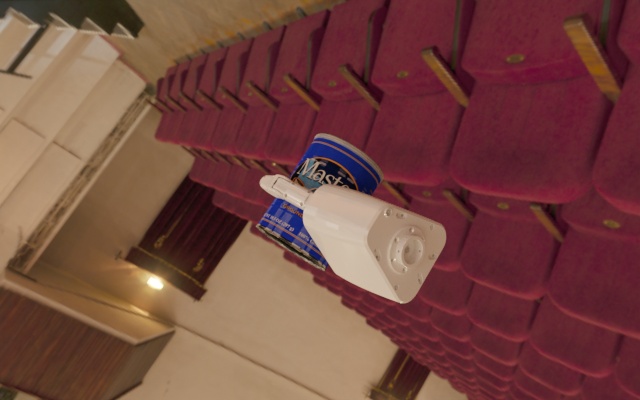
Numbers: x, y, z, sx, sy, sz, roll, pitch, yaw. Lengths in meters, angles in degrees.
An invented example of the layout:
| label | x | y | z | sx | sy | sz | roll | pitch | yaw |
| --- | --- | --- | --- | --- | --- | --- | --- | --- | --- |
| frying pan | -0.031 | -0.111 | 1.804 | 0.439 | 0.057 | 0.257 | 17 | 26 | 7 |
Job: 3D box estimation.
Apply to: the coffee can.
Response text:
| label | x | y | z | sx | sy | sz | roll | pitch | yaw |
| --- | --- | --- | --- | --- | --- | --- | --- | --- | --- |
| coffee can | 0.000 | 0.002 | 0.601 | 0.103 | 0.140 | 0.103 | 32 | -10 | 7 |
